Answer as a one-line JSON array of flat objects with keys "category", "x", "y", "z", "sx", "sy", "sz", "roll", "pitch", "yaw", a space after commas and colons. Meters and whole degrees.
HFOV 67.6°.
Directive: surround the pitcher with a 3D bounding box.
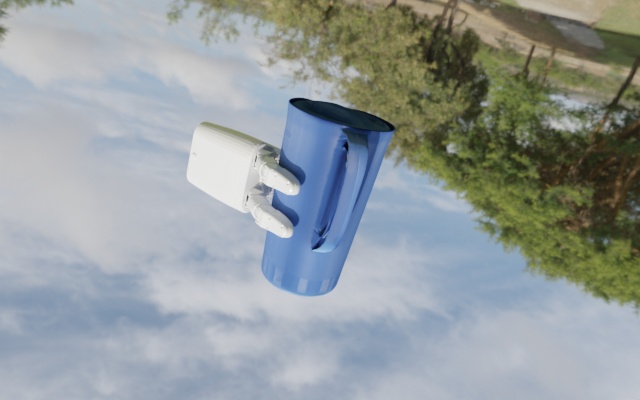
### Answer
[{"category": "pitcher", "x": 0.000, "y": 0.002, "z": 0.608, "sx": 0.145, "sy": 0.243, "sz": 0.149, "roll": 25, "pitch": 22, "yaw": 25}]
